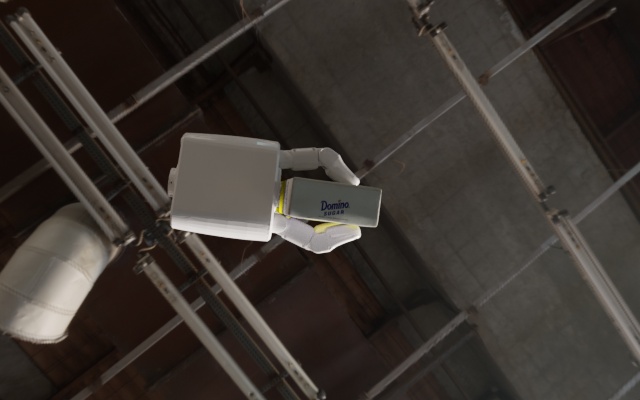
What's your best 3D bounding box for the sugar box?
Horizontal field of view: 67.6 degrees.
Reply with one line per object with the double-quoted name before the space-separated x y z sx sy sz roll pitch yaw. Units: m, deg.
"sugar box" 0.000 0.002 0.553 0.093 0.048 0.176 7 1 -9
